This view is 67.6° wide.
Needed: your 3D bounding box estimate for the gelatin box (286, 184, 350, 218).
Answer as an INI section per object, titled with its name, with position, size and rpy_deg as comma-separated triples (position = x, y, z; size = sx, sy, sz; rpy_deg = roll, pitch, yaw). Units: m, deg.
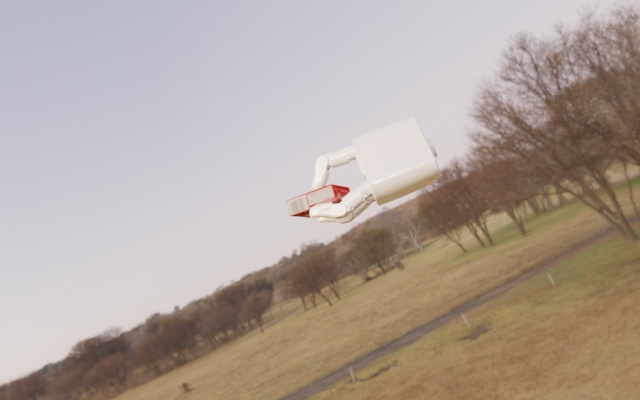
[gelatin box]
position = 0.000, 0.002, 0.784
size = 0.089, 0.030, 0.073
rpy_deg = -20, -11, 21
